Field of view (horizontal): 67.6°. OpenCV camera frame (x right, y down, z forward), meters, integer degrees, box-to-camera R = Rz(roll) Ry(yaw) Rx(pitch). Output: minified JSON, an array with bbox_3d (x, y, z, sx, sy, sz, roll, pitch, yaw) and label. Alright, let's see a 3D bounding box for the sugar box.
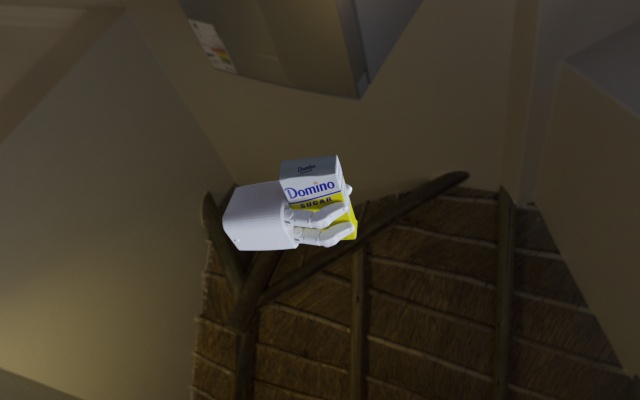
[{"bbox_3d":[0.000,0.003,0.788,0.093,0.048,0.176,-6,-37,13],"label":"sugar box"}]
